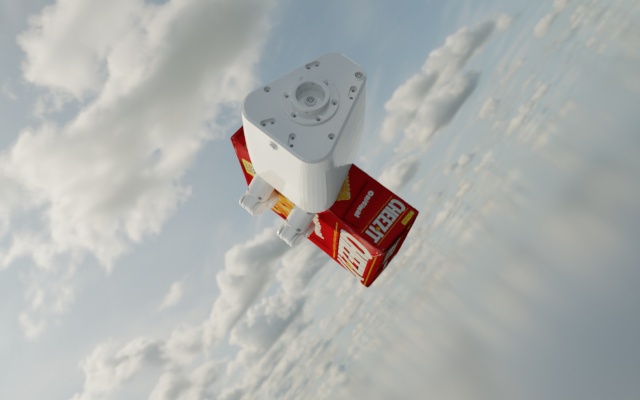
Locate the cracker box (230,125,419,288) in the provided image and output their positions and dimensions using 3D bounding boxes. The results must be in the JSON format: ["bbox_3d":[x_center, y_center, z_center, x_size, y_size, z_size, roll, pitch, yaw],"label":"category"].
[{"bbox_3d":[0.000,0.002,0.581,0.213,0.072,0.164,38,-17,14],"label":"cracker box"}]
